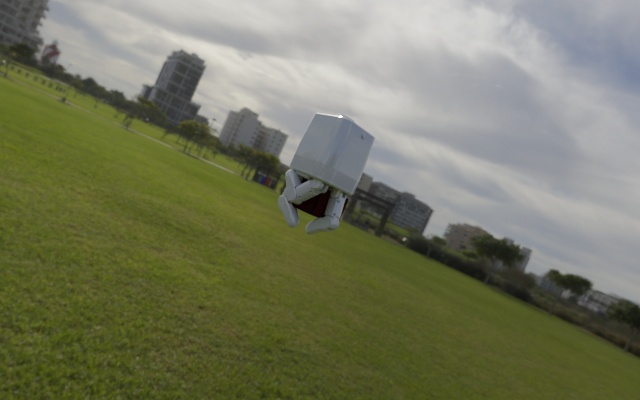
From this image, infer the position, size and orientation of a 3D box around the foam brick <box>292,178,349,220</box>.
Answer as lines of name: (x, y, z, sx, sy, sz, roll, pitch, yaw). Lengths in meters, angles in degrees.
foam brick: (0.000, 0.003, 0.818, 0.053, 0.051, 0.078, 24, 0, 39)
